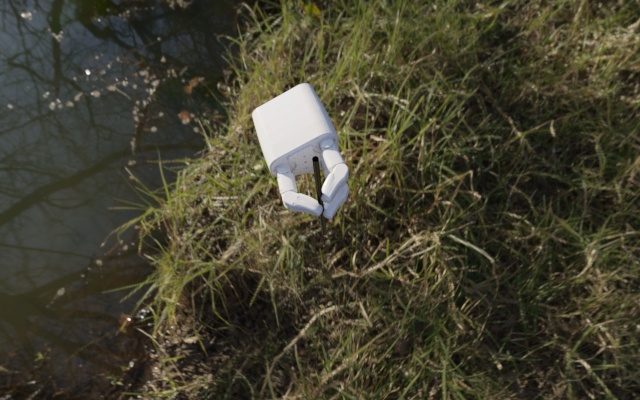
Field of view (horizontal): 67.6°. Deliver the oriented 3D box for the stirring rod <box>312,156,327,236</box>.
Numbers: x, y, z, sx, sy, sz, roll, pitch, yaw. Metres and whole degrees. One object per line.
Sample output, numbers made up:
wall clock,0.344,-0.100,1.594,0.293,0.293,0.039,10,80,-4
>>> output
stirring rod,0.000,0.002,0.681,0.011,0.011,0.240,0,-26,3
